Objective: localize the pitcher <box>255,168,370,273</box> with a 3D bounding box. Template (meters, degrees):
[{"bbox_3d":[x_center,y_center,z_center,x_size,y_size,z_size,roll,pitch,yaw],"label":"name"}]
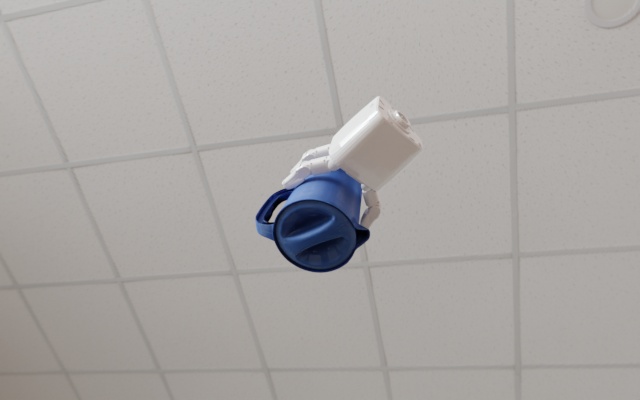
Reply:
[{"bbox_3d":[0.000,0.003,0.832,0.145,0.149,0.242,-43,13,27],"label":"pitcher"}]
